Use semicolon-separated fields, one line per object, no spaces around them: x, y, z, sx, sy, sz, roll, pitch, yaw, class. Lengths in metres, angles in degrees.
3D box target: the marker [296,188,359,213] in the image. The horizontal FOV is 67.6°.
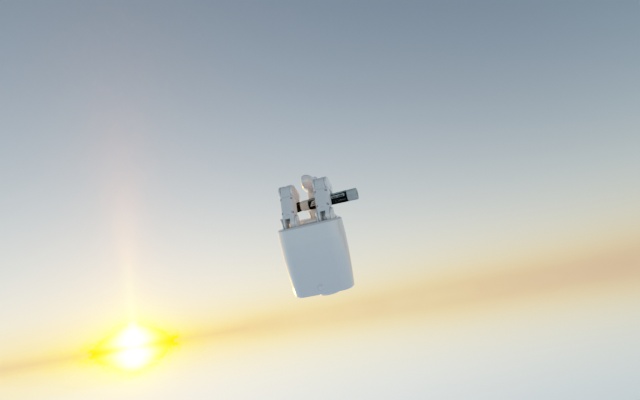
0.000;0.002;0.754;0.121;0.020;0.020;-13;-3;14;marker
